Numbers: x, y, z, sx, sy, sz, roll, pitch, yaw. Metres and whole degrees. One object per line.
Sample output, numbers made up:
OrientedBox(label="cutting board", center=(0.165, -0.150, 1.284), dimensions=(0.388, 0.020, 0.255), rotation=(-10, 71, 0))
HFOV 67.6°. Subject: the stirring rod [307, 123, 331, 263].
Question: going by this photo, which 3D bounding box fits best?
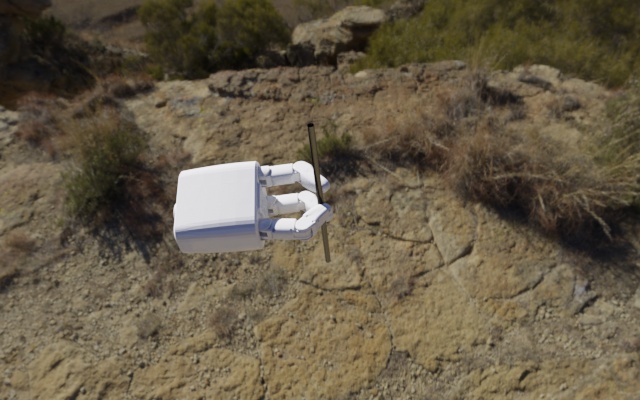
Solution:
OrientedBox(label="stirring rod", center=(0.000, 0.002, 0.617), dimensions=(0.011, 0.240, 0.011), rotation=(-4, 44, 4))
